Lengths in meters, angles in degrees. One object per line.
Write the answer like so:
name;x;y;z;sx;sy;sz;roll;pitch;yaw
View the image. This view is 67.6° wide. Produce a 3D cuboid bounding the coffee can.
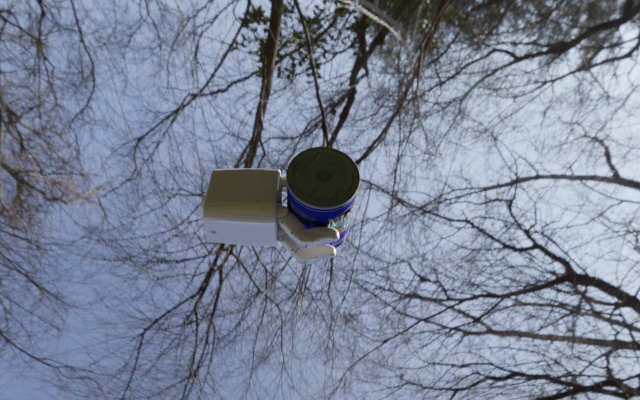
coffee can;0.000;0.002;0.715;0.103;0.102;0.140;0;-32;-4
